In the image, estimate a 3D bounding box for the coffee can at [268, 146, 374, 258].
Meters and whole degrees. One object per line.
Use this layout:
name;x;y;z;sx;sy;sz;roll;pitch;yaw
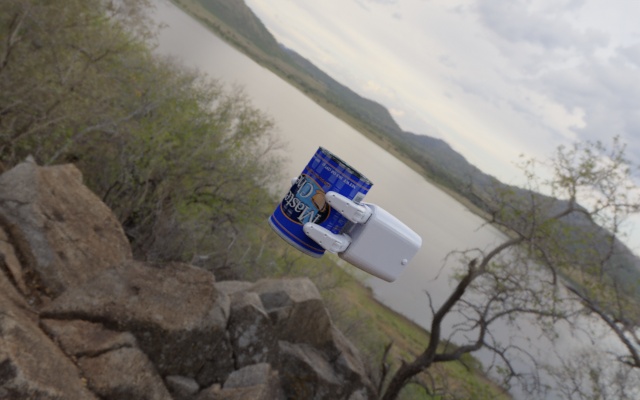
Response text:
coffee can;0.000;0.002;0.734;0.103;0.140;0.103;34;8;-6
